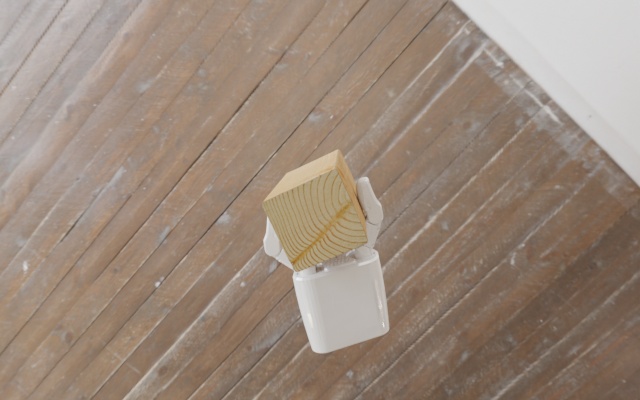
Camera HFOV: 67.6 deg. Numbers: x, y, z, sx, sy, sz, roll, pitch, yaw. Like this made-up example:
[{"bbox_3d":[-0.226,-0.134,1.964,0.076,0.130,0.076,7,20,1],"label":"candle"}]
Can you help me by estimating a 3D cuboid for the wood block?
[{"bbox_3d":[0.001,0.002,0.609,0.091,0.090,0.206,-24,10,7],"label":"wood block"}]
